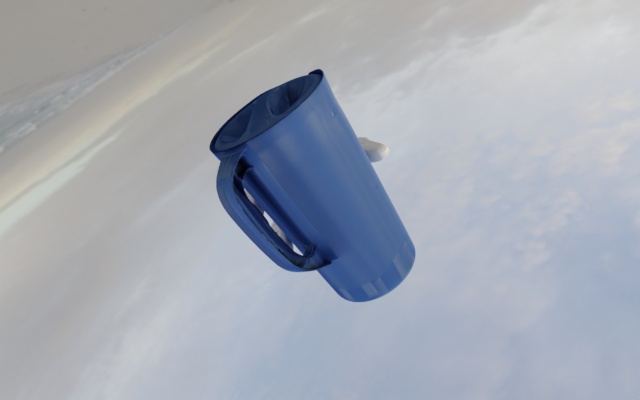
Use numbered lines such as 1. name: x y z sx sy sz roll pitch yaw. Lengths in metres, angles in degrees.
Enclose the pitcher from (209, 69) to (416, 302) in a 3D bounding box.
1. pitcher: 0.000 0.002 0.507 0.149 0.243 0.145 -36 26 -1
